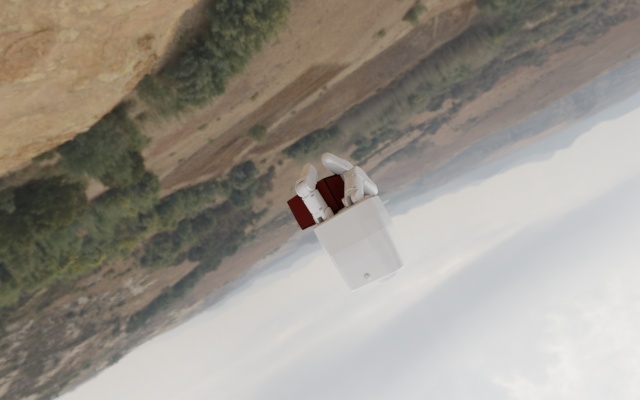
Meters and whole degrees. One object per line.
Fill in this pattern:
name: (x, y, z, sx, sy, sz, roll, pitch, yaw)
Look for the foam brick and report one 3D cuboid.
foam brick: (0.000, 0.002, 0.715, 0.078, 0.051, 0.053, -31, -5, 31)
